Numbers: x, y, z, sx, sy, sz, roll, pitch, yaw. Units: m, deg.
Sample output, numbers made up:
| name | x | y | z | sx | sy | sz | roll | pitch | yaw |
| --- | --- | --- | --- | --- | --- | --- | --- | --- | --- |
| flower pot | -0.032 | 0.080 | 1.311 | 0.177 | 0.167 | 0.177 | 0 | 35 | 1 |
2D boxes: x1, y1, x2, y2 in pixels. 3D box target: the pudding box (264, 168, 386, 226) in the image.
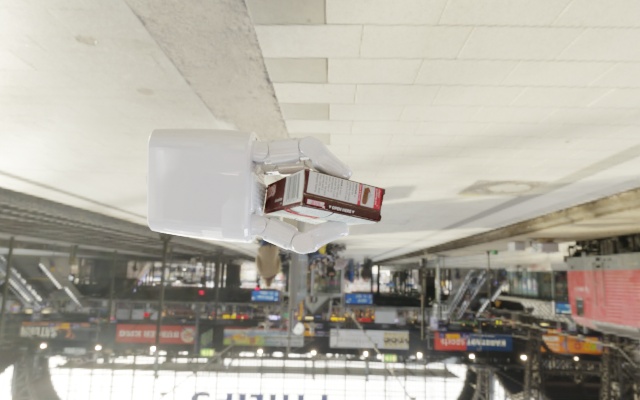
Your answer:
| name | x | y | z | sx | sy | sz | roll | pitch | yaw |
| --- | --- | --- | --- | --- | --- | --- | --- | --- | --- |
| pudding box | 0.000 | 0.002 | 0.502 | 0.090 | 0.039 | 0.113 | 12 | -9 | -23 |
